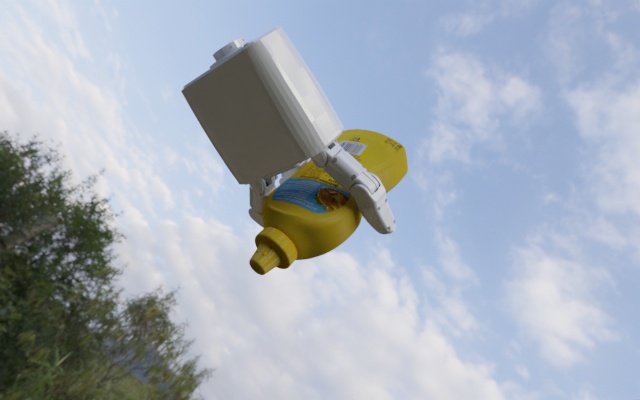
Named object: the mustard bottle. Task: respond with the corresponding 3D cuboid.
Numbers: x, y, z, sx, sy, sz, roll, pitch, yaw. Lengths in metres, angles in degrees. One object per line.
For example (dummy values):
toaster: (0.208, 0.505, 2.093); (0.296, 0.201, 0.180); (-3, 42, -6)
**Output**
mustard bottle: (0.000, 0.002, 0.465); (0.096, 0.058, 0.191); (17, 47, 35)
